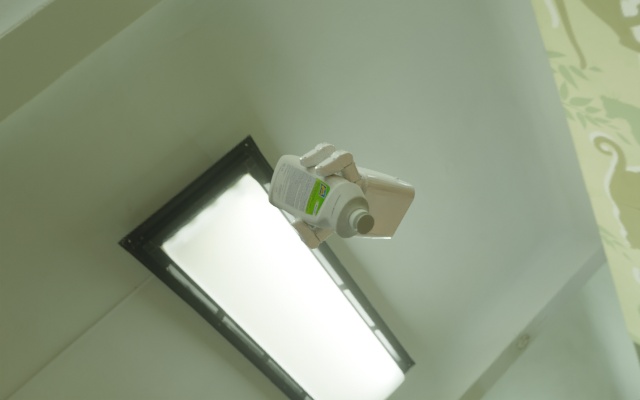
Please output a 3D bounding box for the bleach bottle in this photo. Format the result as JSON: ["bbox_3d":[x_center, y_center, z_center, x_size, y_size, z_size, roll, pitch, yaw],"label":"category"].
[{"bbox_3d":[0.000,0.002,0.742,0.068,0.102,0.250,9,13,-31],"label":"bleach bottle"}]
